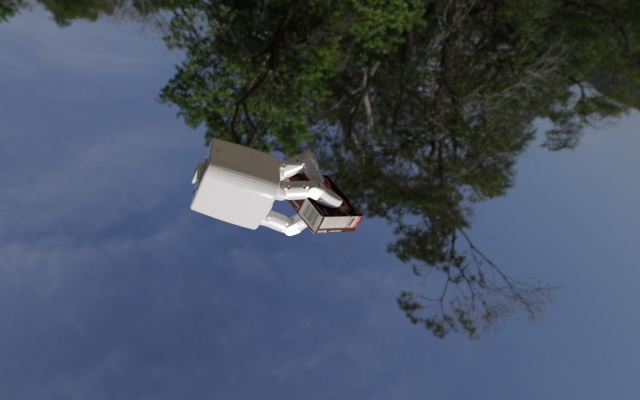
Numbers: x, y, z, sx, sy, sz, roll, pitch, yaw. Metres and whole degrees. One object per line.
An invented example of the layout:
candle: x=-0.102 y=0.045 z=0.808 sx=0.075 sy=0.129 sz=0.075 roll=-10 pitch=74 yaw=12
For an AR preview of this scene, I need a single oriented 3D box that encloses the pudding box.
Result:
pudding box: x=0.000 y=0.003 z=0.757 sx=0.090 sy=0.039 sz=0.113 roll=0 pitch=41 yaw=-42
